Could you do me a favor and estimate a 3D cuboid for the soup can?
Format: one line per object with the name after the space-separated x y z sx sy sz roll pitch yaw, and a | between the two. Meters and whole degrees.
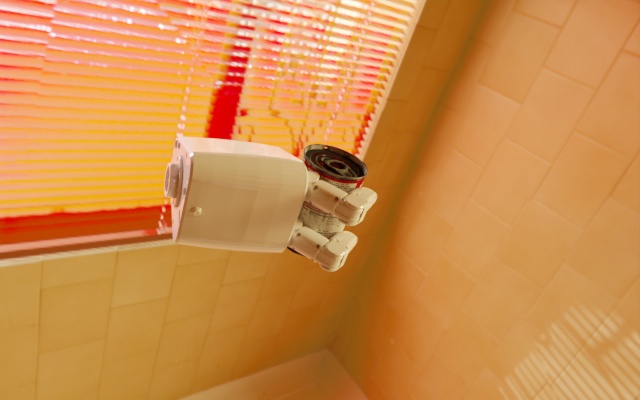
0.000 0.002 0.500 0.068 0.102 0.068 16 28 -9 | soup can
